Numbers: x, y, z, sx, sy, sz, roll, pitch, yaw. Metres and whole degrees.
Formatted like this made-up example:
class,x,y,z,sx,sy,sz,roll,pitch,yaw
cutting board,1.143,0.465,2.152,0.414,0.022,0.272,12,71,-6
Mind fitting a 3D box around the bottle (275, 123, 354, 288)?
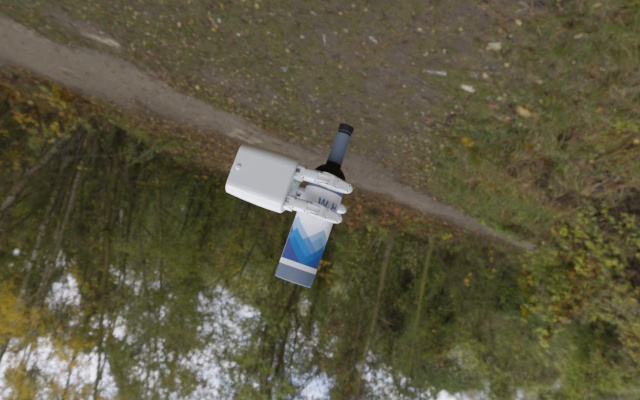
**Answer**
class,x,y,z,sx,sy,sz,roll,pitch,yaw
bottle,0.000,0.003,0.847,0.069,0.295,0.069,19,-8,3
